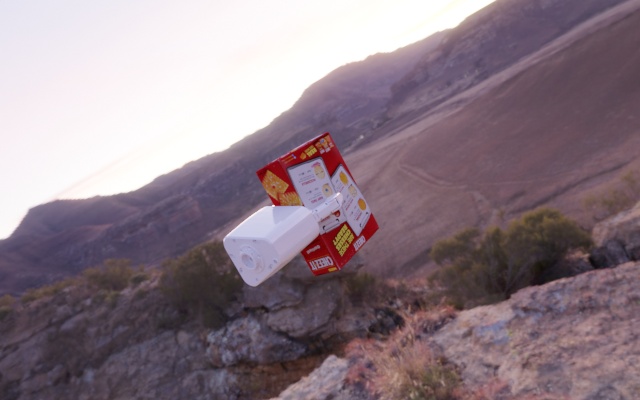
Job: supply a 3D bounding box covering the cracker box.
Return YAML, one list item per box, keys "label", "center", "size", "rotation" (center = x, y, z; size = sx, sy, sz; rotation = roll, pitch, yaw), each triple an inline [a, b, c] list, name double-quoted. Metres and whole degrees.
- label: "cracker box"
  center: [0.000, 0.003, 0.868]
  size: [0.072, 0.214, 0.164]
  rotation: [-21, 11, 40]
